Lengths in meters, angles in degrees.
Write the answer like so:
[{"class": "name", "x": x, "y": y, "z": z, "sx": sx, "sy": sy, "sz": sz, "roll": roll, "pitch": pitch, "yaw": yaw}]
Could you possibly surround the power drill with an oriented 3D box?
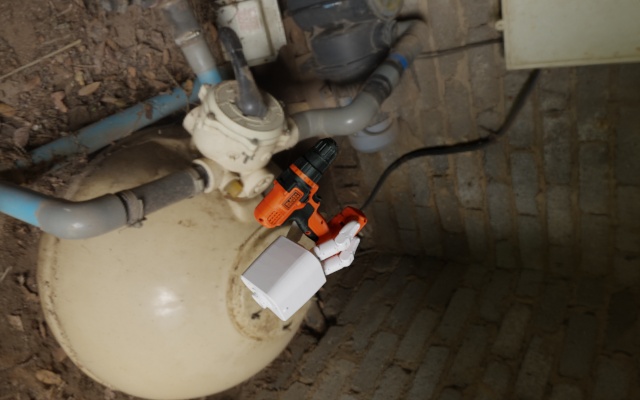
[{"class": "power drill", "x": 0.000, "y": 0.003, "z": 0.838, "sx": 0.188, "sy": 0.184, "sz": 0.057, "roll": 41, "pitch": 4, "yaw": -37}]
